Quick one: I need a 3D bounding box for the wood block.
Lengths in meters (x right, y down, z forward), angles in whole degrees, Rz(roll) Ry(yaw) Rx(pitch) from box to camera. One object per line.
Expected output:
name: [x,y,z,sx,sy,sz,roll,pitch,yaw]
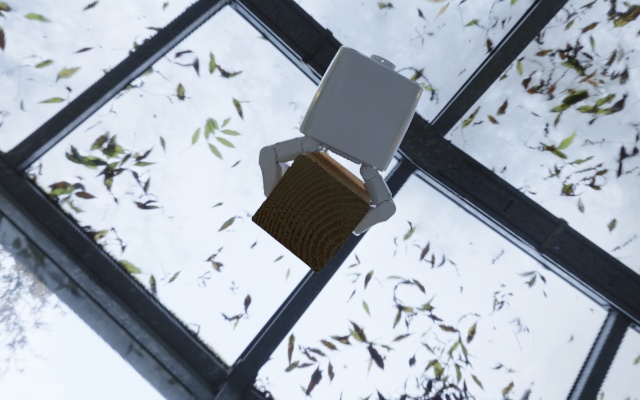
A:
wood block: [0.001,0.002,0.575,0.091,0.090,0.206,38,9,1]
